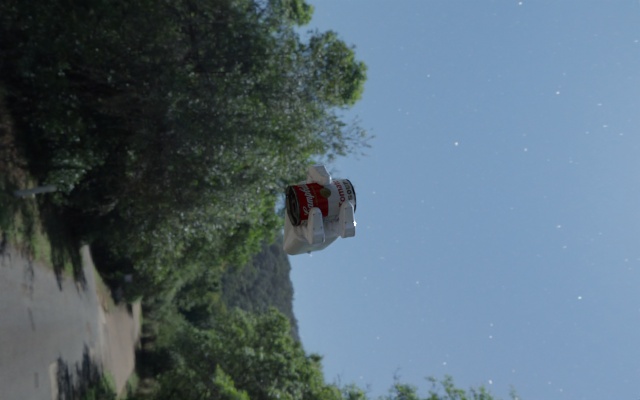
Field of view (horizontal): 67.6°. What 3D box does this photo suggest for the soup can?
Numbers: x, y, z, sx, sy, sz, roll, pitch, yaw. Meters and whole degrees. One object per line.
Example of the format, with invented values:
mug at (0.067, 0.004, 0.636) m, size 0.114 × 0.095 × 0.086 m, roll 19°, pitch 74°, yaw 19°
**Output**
soup can at (0.001, 0.002, 0.790) m, size 0.102 × 0.068 × 0.068 m, roll -8°, pitch 3°, yaw -19°
